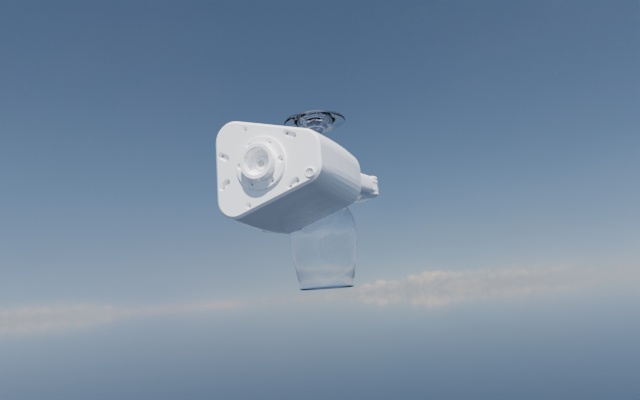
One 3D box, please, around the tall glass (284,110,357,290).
[{"bbox_3d":[0.000,0.001,0.558,0.079,0.201,0.079,-4,-11,-1],"label":"tall glass"}]
